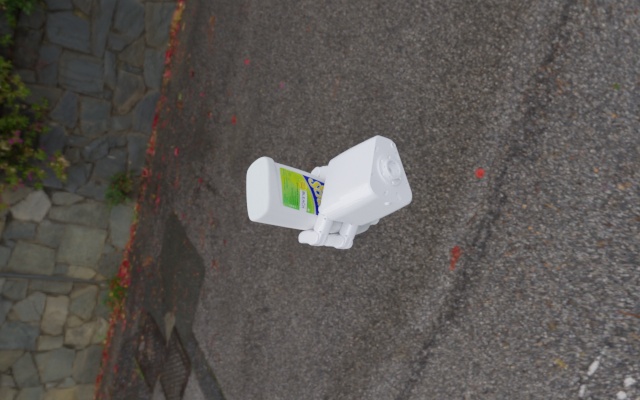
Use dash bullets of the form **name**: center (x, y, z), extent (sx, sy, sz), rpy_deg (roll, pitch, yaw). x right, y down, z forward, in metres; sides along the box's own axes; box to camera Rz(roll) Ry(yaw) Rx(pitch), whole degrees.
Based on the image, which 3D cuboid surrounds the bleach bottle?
- **bleach bottle**: center (0.000, 0.003, 0.808), extent (0.251, 0.102, 0.068), rpy_deg (11, -25, -36)
